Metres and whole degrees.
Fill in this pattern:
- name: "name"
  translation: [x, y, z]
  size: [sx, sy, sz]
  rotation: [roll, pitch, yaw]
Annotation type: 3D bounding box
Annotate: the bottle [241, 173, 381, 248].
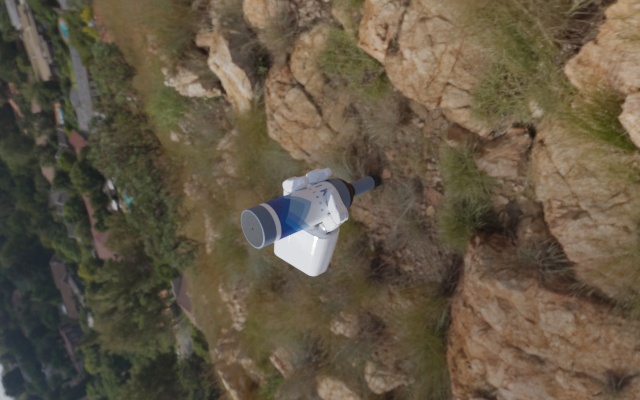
- name: "bottle"
  translation: [0.000, 0.003, 0.853]
  size: [0.295, 0.069, 0.069]
  rotation: [-22, 13, -37]
